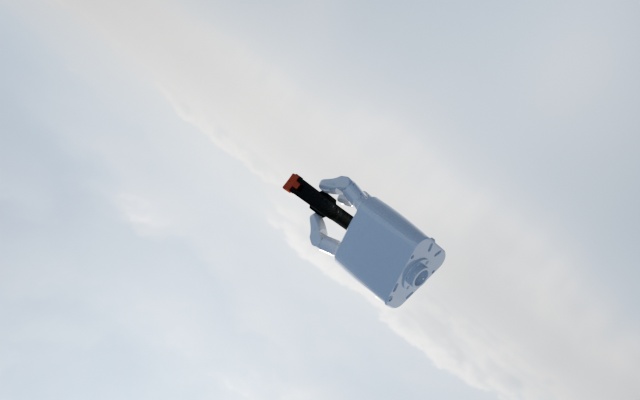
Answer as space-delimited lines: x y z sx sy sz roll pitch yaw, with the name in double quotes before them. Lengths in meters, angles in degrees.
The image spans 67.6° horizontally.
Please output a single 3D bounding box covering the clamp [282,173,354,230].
"clamp" -0.001 0.003 0.758 0.164 0.036 0.210 36 1 41
